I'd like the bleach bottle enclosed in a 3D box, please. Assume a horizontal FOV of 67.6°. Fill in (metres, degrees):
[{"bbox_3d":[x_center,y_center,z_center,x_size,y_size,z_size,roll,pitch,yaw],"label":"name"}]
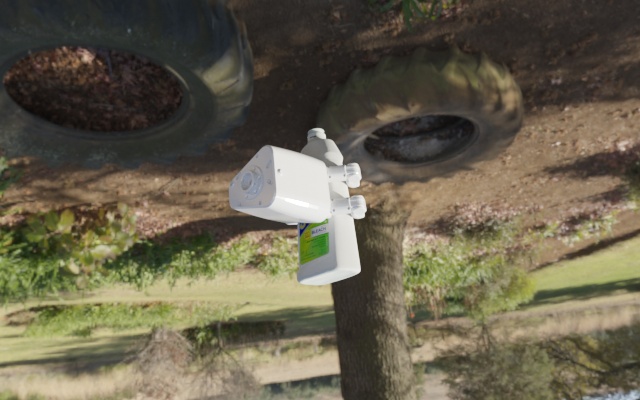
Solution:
[{"bbox_3d":[0.000,0.003,0.773,0.068,0.250,0.102,15,-30,-43],"label":"bleach bottle"}]
